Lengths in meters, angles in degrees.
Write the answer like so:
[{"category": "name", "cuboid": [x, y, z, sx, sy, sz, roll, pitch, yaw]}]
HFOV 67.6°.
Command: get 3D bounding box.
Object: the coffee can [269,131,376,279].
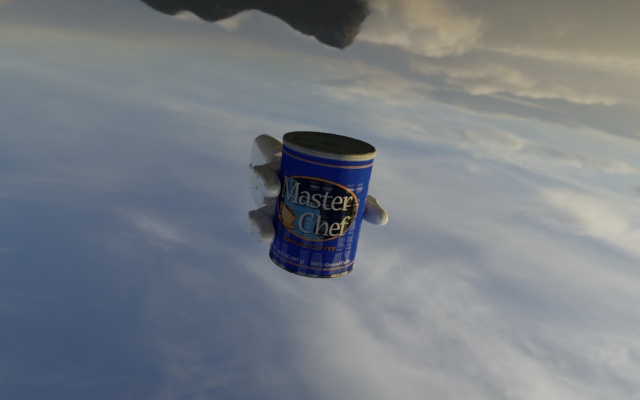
[{"category": "coffee can", "cuboid": [0.000, 0.002, 0.539, 0.103, 0.140, 0.102, 8, 19, -3]}]
